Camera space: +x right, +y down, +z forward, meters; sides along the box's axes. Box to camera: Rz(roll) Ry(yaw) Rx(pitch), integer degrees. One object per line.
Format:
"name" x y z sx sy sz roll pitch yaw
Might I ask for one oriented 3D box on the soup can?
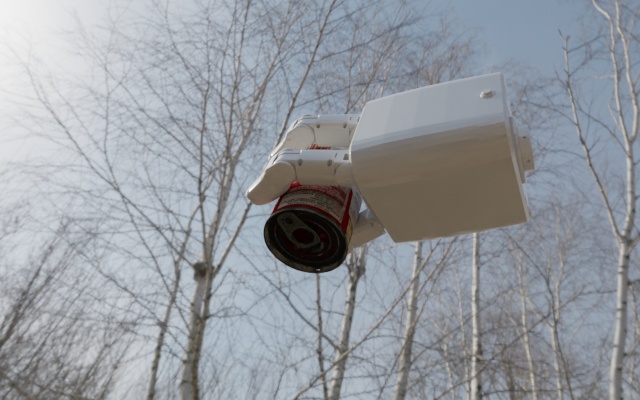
"soup can" 0.000 0.001 0.405 0.068 0.069 0.102 0 38 18
